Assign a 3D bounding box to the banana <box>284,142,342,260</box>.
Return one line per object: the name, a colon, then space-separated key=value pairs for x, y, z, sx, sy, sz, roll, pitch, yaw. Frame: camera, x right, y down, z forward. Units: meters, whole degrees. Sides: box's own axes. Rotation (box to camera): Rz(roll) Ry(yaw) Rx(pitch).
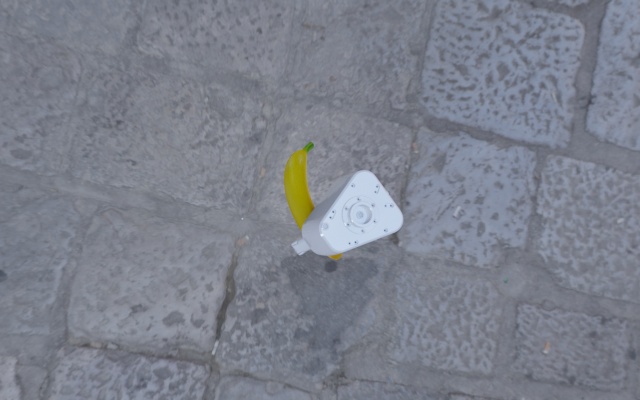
banana: x=-0.018 y=0.003 z=0.759 sx=0.069 sy=0.198 sz=0.037 roll=-12 pitch=-6 yaw=-17
